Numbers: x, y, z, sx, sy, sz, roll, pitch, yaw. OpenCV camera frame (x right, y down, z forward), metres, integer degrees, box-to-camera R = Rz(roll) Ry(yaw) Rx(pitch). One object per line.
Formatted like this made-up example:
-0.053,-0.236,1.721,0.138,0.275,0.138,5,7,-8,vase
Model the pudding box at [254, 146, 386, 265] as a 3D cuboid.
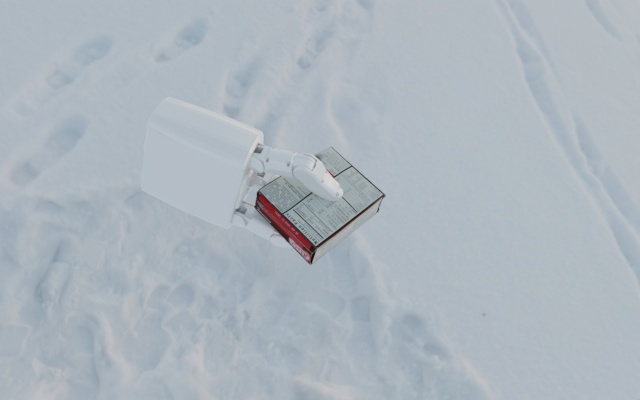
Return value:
0.000,0.002,0.512,0.113,0.090,0.039,-35,-20,-30,pudding box
